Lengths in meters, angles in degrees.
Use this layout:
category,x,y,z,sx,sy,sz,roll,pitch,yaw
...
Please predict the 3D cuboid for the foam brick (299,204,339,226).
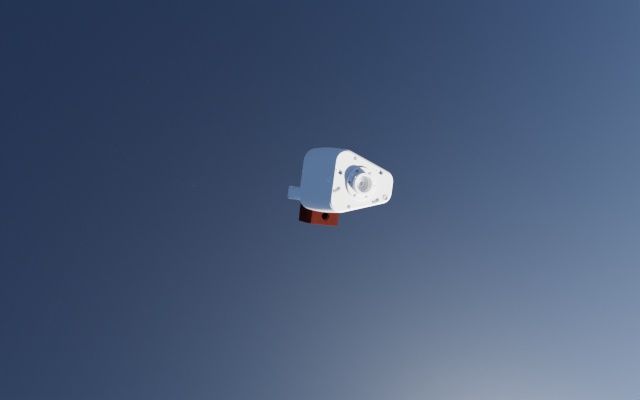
category,x,y,z,sx,sy,sz,roll,pitch,yaw
foam brick,0.000,0.003,0.818,0.053,0.078,0.051,7,1,-27
